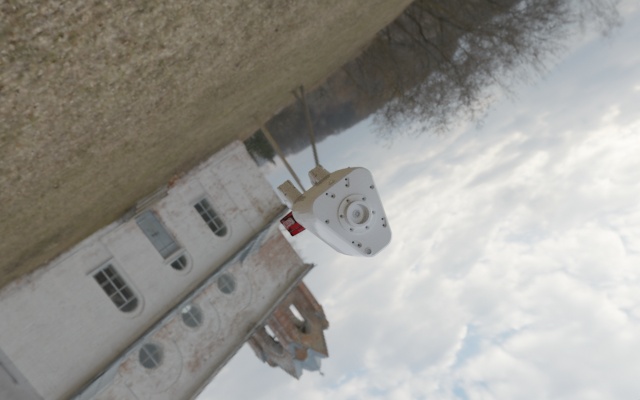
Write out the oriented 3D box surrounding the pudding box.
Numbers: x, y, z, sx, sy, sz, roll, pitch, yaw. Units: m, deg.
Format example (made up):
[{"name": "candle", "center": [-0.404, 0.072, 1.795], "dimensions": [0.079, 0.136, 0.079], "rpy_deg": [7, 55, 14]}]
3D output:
[{"name": "pudding box", "center": [0.000, 0.003, 0.754], "dimensions": [0.113, 0.039, 0.090], "rpy_deg": [-40, 7, -40]}]
